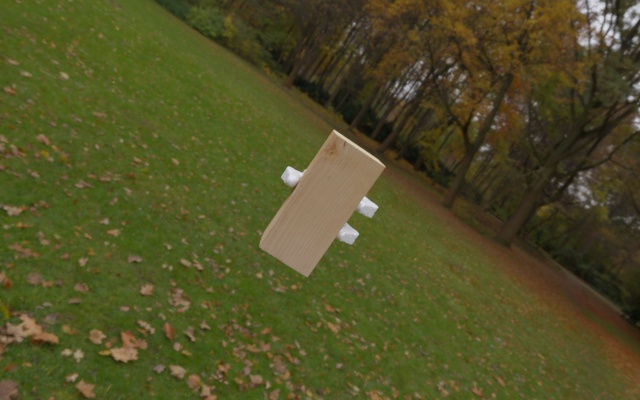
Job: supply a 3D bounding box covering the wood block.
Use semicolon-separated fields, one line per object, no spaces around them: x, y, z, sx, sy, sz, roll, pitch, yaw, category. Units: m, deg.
0.000;0.002;0.746;0.091;0.206;0.090;33;10;-7;wood block
